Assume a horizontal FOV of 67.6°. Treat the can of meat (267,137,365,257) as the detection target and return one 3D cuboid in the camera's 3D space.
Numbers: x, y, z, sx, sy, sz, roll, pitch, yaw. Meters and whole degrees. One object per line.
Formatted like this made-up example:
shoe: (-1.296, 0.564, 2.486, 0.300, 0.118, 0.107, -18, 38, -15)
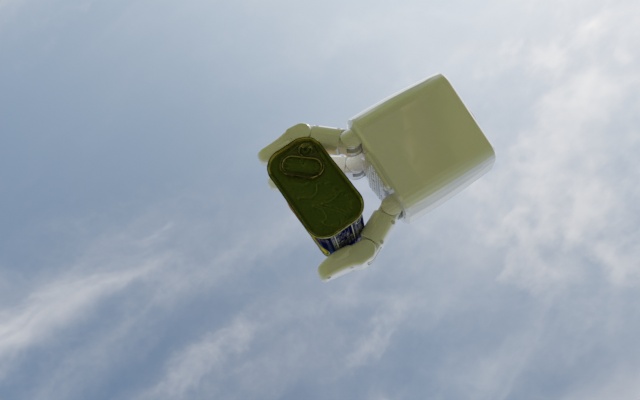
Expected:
can of meat: (0.000, 0.002, 0.467, 0.057, 0.102, 0.084, -34, -24, -6)
